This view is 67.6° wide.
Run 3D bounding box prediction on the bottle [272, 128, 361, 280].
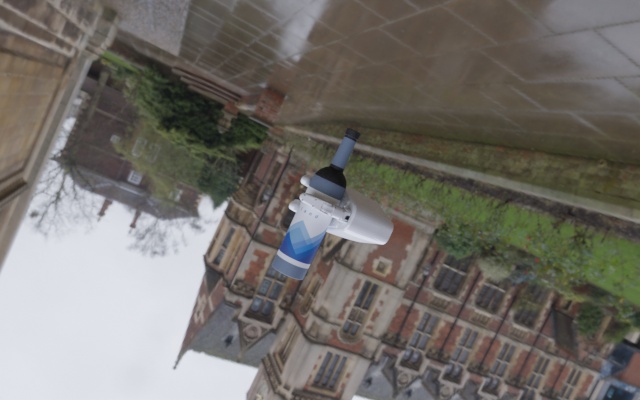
[{"bbox_3d":[0.000,0.003,0.900,0.069,0.296,0.069,25,4,-2],"label":"bottle"}]
